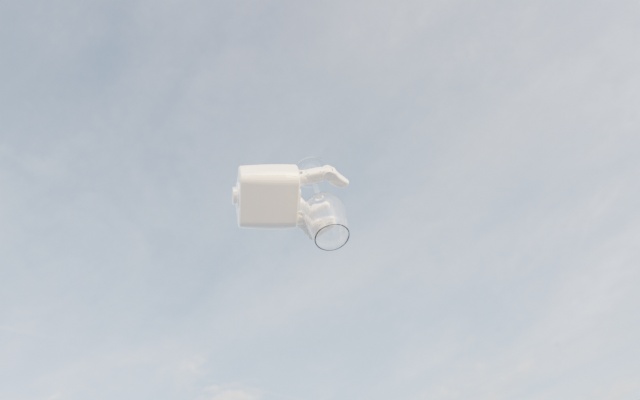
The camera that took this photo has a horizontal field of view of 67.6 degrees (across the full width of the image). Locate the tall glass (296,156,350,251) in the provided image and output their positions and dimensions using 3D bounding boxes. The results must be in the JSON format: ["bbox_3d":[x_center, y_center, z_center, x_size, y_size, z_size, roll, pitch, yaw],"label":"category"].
[{"bbox_3d":[0.000,0.002,0.886,0.079,0.079,0.201,0,37,-15],"label":"tall glass"}]
